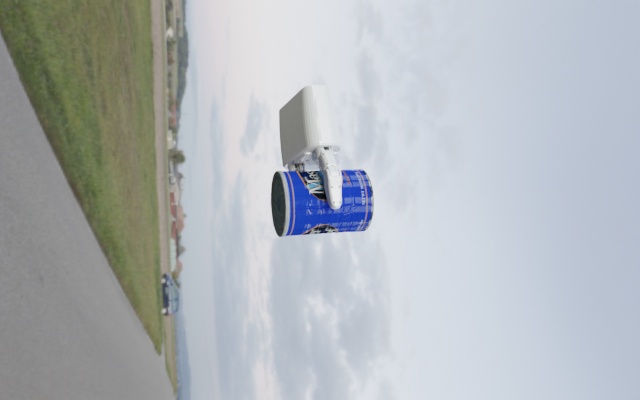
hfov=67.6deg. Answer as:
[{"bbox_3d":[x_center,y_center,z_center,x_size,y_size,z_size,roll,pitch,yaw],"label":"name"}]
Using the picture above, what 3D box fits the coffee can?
[{"bbox_3d":[0.000,0.003,0.757,0.140,0.103,0.103,-2,1,-18],"label":"coffee can"}]
